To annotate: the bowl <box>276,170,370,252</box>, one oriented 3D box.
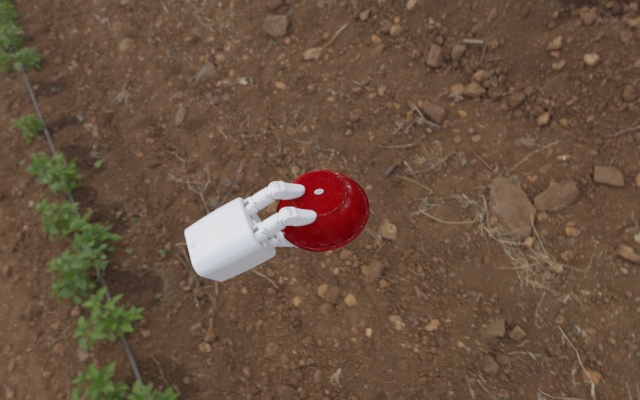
[{"bbox_3d":[0.001,0.002,0.796,0.162,0.162,0.055,0,-35,9],"label":"bowl"}]
